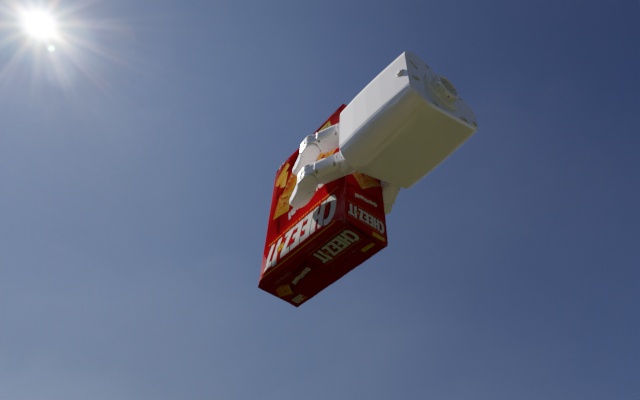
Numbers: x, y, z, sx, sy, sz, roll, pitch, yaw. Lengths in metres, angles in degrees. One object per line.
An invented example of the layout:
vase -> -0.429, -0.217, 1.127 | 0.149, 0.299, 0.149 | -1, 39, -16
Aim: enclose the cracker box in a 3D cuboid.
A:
cracker box -> 0.000, 0.002, 0.613 | 0.072, 0.213, 0.164 | 31, -51, -24
